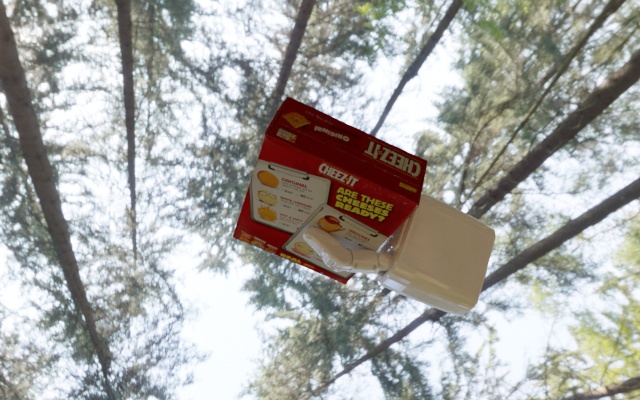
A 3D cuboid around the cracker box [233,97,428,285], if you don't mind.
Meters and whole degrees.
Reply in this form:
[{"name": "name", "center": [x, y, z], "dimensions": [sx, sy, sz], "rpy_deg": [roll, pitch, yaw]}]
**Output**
[{"name": "cracker box", "center": [0.000, 0.002, 0.554], "dimensions": [0.164, 0.072, 0.214], "rpy_deg": [24, -36, -4]}]
